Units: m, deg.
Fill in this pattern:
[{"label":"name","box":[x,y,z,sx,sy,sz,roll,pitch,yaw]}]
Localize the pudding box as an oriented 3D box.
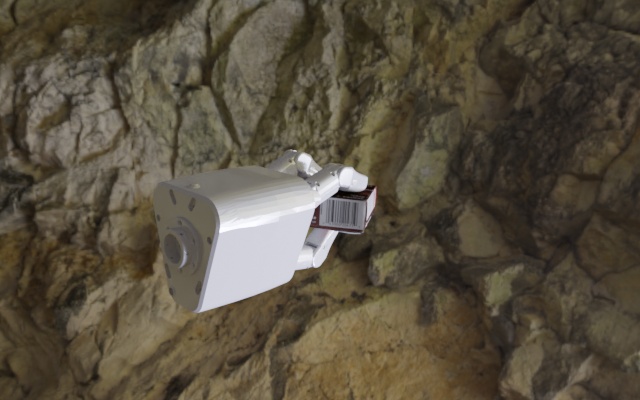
[{"label":"pudding box","box":[0.000,0.002,0.520,0.113,0.039,0.090,8,14,11]}]
